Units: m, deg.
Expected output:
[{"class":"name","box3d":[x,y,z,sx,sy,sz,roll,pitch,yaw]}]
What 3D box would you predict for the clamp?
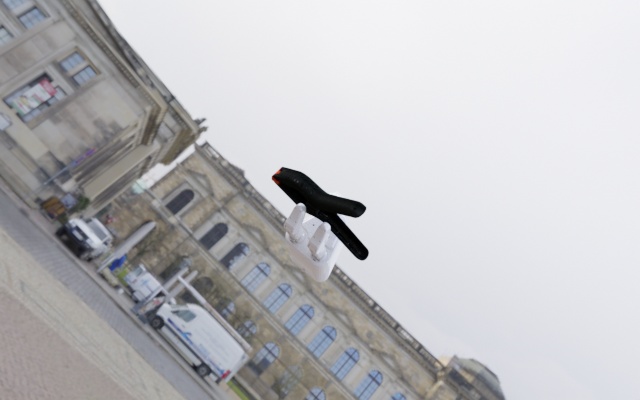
[{"class":"clamp","box3d":[0.000,0.002,0.784,0.210,0.036,0.165,39,-21,19]}]
